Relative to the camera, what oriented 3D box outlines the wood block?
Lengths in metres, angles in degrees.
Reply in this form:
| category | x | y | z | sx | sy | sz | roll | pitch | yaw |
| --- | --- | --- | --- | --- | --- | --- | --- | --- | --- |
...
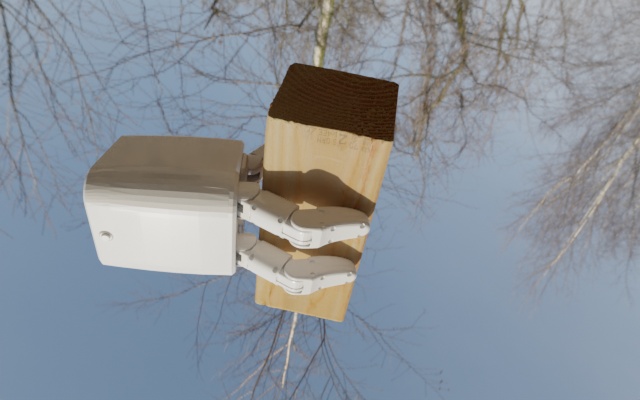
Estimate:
| category | x | y | z | sx | sy | sz | roll | pitch | yaw |
| --- | --- | --- | --- | --- | --- | --- | --- | --- | --- |
| wood block | 0.000 | 0.001 | 0.416 | 0.090 | 0.206 | 0.090 | 12 | 41 | 2 |
